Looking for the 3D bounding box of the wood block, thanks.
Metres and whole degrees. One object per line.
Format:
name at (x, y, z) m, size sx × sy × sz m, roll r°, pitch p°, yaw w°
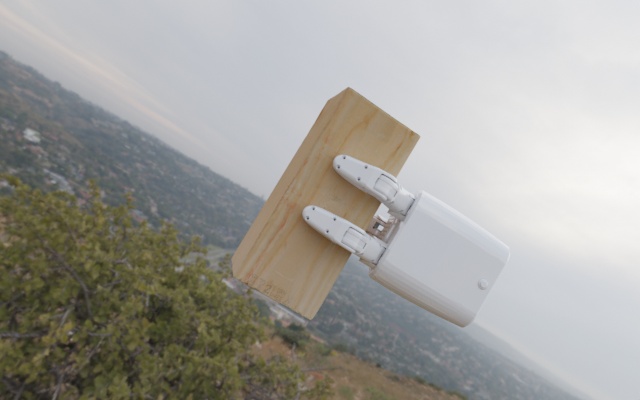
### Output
wood block at (0.000, 0.002, 0.491) m, size 0.090 × 0.206 × 0.091 m, roll 32°, pitch -3°, yaw -11°
